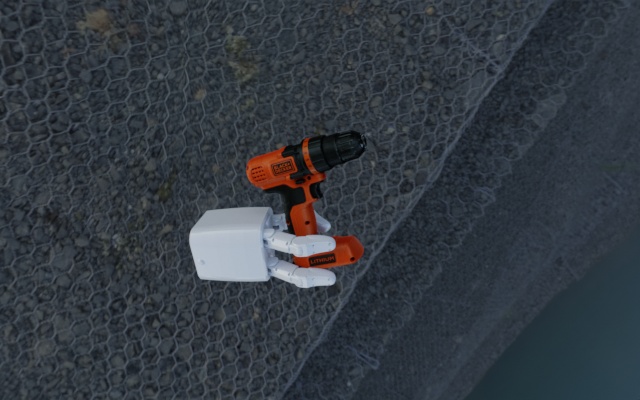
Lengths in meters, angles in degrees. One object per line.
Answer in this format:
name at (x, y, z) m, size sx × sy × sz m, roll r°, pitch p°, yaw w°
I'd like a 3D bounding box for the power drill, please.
power drill at (0.000, 0.003, 0.692) m, size 0.184 × 0.188 × 0.057 m, roll -13°, pitch 12°, yaw 25°
